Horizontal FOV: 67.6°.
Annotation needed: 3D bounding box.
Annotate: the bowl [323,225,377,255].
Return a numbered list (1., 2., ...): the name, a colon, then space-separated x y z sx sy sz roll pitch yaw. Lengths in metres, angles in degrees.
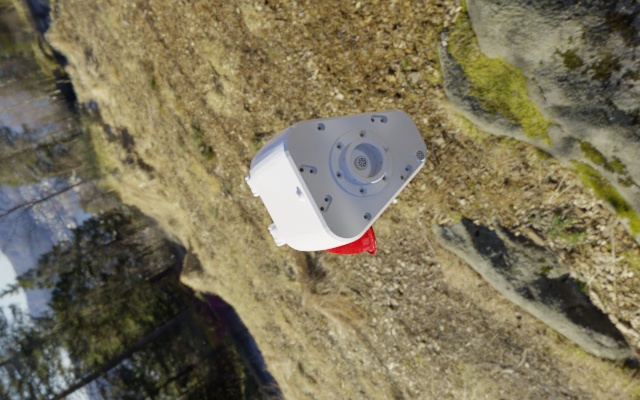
1. bowl: 0.000 0.002 0.543 0.055 0.162 0.162 -28 4 -7
